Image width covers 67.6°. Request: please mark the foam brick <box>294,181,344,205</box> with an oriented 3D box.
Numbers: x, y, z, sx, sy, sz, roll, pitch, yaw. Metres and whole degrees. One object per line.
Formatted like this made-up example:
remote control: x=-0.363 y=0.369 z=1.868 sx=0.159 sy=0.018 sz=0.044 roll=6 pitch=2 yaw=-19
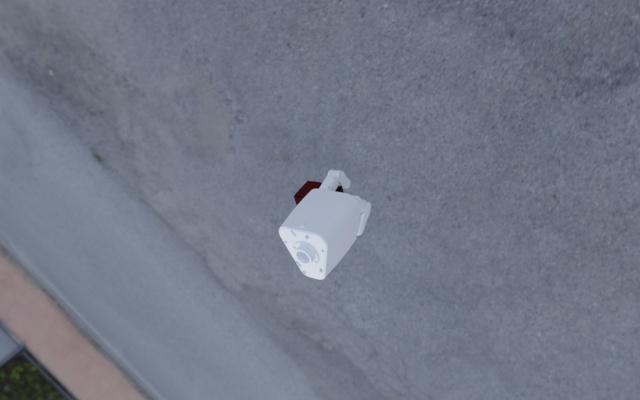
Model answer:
foam brick: x=0.000 y=0.003 z=0.868 sx=0.078 sy=0.053 sz=0.051 roll=10 pitch=42 yaw=32
